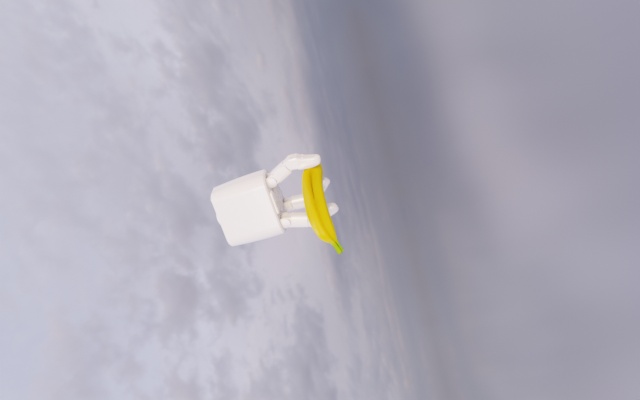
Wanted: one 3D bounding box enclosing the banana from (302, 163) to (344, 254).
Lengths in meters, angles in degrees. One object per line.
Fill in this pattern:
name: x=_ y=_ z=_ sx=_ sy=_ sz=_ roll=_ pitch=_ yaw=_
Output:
banana: x=-0.006 y=-0.004 z=0.801 sx=0.037 sy=0.197 sz=0.070 roll=-20 pitch=-37 yaw=11
